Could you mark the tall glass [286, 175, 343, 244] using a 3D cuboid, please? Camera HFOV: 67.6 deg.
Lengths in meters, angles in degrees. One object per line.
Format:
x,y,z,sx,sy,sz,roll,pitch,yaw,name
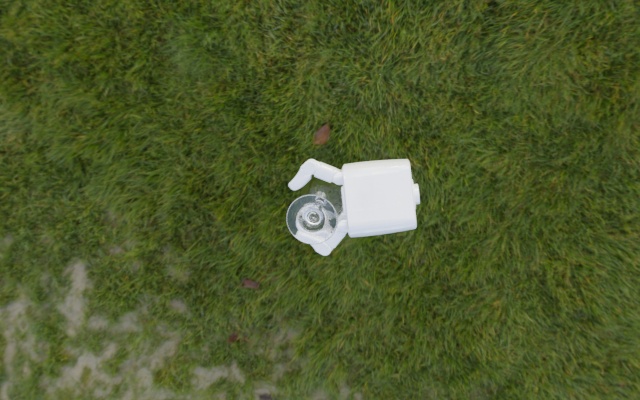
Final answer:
0.000,0.003,0.775,0.079,0.079,0.201,0,15,7,tall glass
